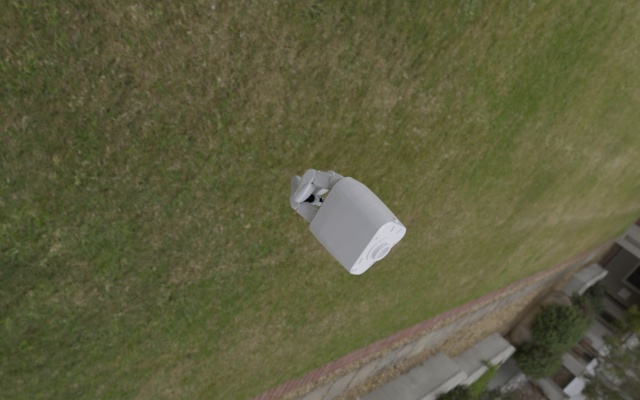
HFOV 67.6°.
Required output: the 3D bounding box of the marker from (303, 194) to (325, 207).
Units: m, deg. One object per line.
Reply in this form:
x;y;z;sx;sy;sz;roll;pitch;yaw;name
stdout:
0.000;0.003;0.835;0.020;0.020;0.121;0;-11;30;marker
